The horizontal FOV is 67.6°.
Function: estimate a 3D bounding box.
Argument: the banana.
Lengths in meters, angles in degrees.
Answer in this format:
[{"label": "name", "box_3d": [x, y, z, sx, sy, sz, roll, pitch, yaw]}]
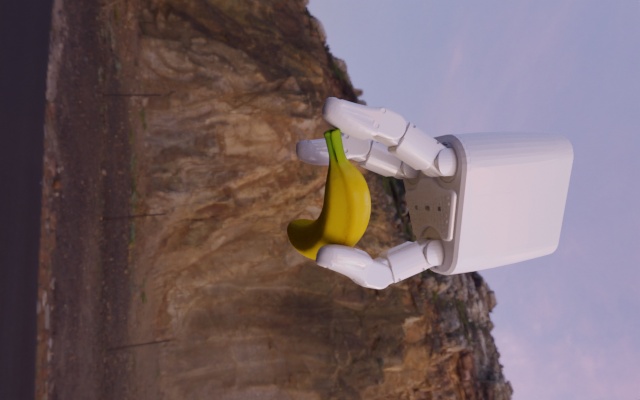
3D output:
[{"label": "banana", "box_3d": [0.005, 0.017, 0.409, 0.037, 0.069, 0.198, -8, -22, -18]}]
